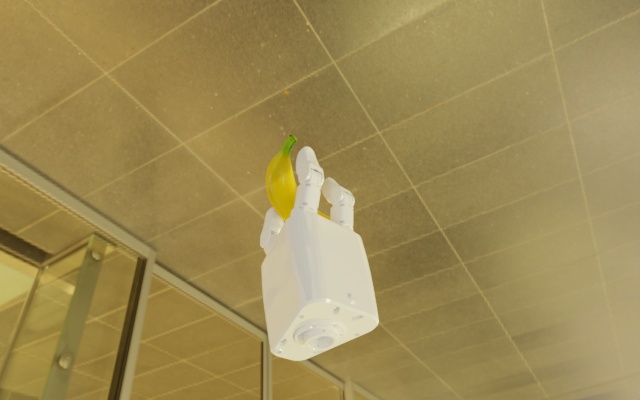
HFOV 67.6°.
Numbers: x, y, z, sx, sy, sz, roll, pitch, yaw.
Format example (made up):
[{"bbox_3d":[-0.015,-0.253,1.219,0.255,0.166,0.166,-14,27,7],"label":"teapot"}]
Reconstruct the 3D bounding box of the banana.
[{"bbox_3d":[-0.018,0.008,0.608,0.069,0.037,0.198,-26,-47,8],"label":"banana"}]
